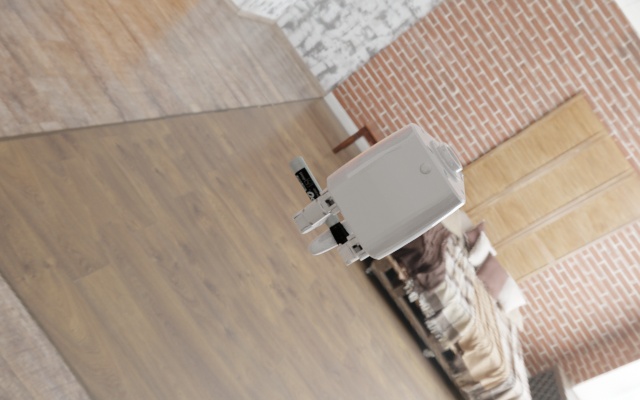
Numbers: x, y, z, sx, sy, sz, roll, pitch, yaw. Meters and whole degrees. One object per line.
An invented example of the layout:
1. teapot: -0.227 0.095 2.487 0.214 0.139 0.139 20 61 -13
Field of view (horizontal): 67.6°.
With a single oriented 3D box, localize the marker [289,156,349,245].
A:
1. marker: 0.000 0.002 0.572 0.020 0.121 0.020 -31 -7 -4
